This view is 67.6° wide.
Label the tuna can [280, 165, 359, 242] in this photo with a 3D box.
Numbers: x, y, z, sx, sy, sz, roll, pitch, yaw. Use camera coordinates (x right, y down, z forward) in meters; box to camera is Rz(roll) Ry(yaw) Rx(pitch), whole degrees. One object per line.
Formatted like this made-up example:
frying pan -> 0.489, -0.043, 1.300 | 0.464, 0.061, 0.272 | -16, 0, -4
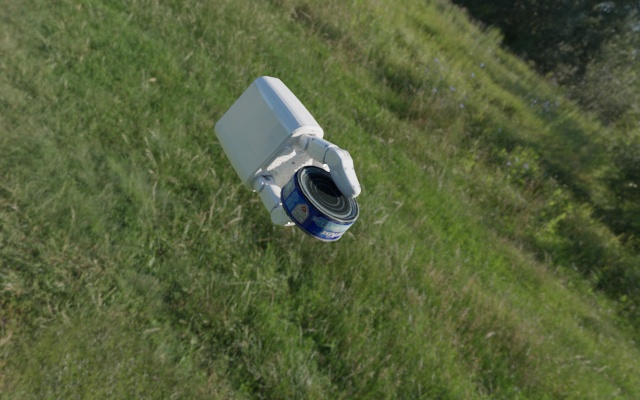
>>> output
tuna can -> 0.000, 0.001, 0.527 | 0.086, 0.086, 0.034 | 0, -40, -49
